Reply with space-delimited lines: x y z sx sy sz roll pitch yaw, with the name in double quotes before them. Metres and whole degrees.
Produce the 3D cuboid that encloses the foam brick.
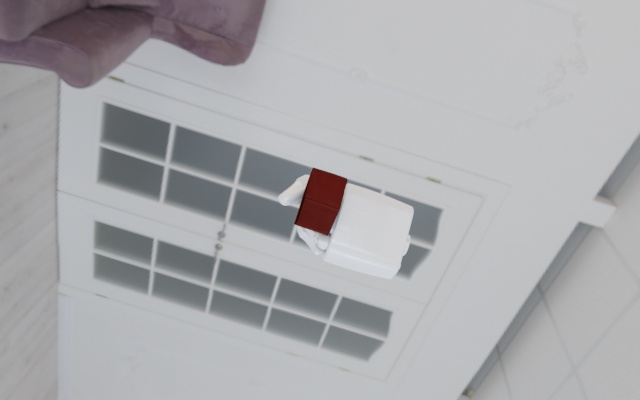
"foam brick" 0.000 0.002 0.654 0.051 0.053 0.078 18 -33 -2
